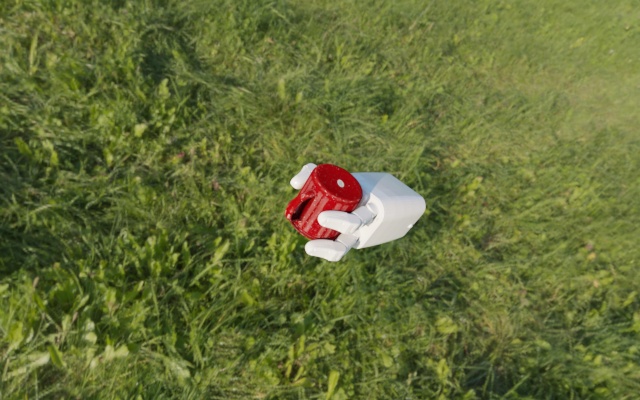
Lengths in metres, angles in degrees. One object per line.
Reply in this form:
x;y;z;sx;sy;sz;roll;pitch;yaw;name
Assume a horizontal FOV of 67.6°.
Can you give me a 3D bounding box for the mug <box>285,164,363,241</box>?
-0.001;0.002;0.687;0.117;0.093;0.081;-7;-39;-41;mug
